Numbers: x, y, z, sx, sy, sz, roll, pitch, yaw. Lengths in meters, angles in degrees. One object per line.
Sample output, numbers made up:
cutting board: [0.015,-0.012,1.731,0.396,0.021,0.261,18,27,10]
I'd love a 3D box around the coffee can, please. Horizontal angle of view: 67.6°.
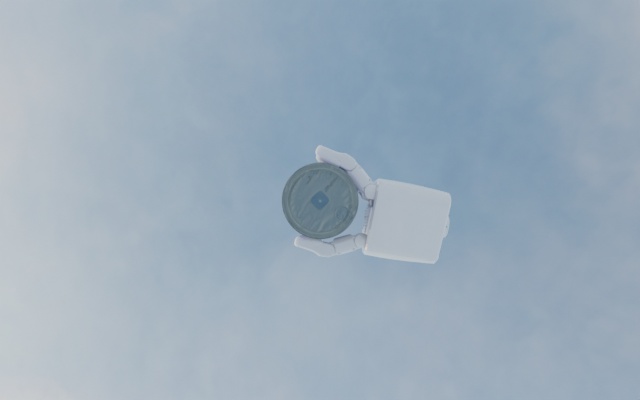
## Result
coffee can: [0.000,0.002,0.703,0.103,0.103,0.140,0,-1,0]
